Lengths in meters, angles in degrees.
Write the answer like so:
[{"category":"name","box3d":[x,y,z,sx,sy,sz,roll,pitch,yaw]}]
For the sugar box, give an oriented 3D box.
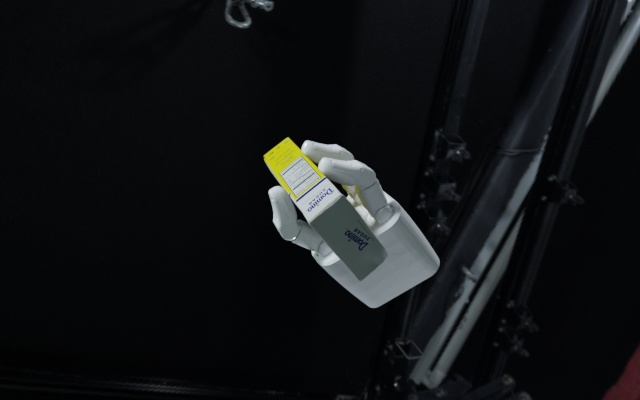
[{"category":"sugar box","box3d":[0.001,0.001,0.506,0.048,0.093,0.176,-41,32,-2]}]
